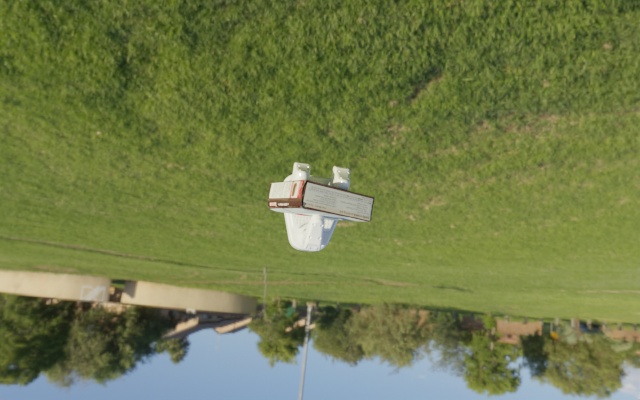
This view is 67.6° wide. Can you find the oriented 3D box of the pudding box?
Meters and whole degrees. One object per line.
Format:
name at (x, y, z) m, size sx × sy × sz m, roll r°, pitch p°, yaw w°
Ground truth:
pudding box at (0.000, 0.002, 0.631) m, size 0.113 × 0.039 × 0.090 m, roll 11°, pitch -7°, yaw -34°
